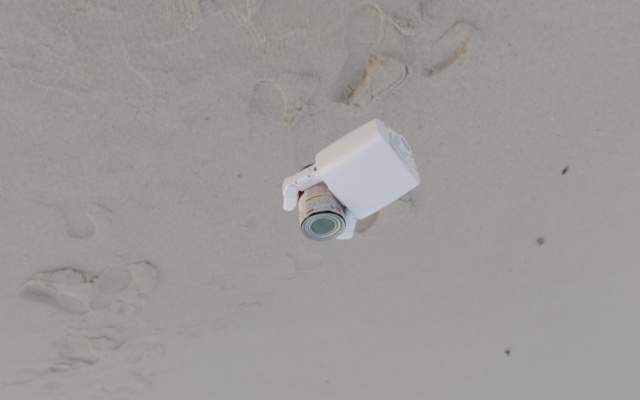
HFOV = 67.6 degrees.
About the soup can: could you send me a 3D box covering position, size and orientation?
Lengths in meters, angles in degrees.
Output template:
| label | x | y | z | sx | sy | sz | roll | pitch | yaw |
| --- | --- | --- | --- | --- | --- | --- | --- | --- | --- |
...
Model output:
| label | x | y | z | sx | sy | sz | roll | pitch | yaw |
| --- | --- | --- | --- | --- | --- | --- | --- | --- | --- |
| soup can | 0.000 | 0.003 | 0.719 | 0.068 | 0.102 | 0.069 | -4 | -42 | -4 |
